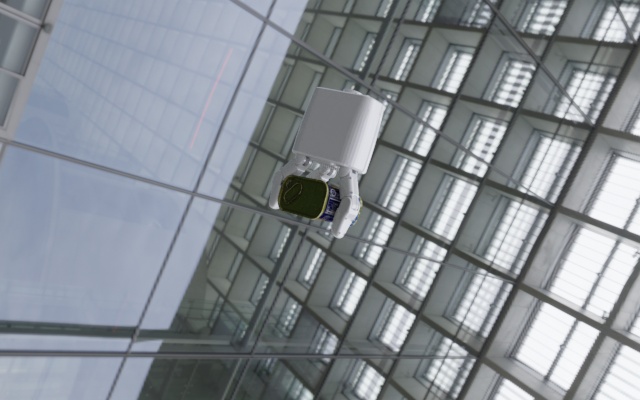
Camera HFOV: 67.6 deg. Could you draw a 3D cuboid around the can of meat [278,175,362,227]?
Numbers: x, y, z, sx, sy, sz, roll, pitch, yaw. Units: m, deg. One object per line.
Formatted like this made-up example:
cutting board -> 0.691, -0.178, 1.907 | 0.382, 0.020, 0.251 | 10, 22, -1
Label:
can of meat -> 0.000, 0.003, 0.725 | 0.084, 0.057, 0.102 | 17, -3, -44
